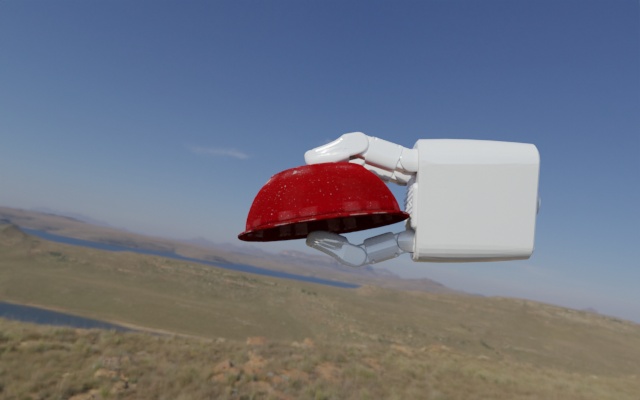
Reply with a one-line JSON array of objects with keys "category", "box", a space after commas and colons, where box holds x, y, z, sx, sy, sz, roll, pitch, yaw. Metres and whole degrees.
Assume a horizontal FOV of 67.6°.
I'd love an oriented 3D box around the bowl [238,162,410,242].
[{"category": "bowl", "box": [-0.001, 0.001, 0.453, 0.162, 0.055, 0.162, -8, -9, -1]}]
